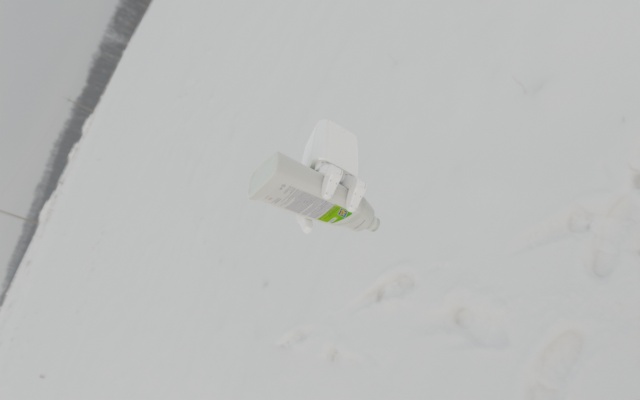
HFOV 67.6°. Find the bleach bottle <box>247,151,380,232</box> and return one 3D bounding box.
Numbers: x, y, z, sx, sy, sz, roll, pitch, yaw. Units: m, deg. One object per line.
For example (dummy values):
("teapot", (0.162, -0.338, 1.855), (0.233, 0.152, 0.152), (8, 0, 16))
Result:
("bleach bottle", (0.000, 0.003, 0.872), (0.251, 0.068, 0.103), (26, -41, -27))
